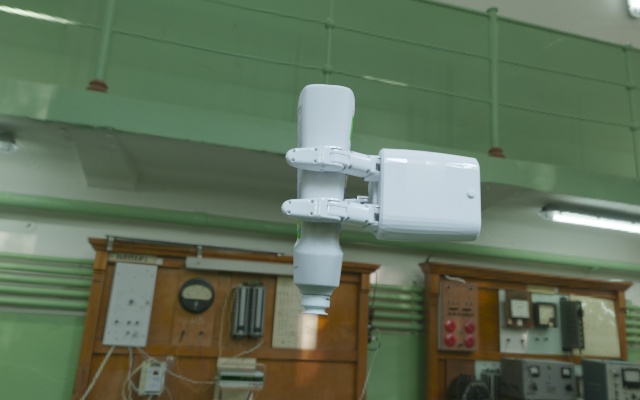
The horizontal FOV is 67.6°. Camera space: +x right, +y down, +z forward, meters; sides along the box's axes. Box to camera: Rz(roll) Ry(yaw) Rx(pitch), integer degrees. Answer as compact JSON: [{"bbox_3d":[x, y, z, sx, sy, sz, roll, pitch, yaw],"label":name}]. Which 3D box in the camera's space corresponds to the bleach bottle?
[{"bbox_3d":[0.000,0.002,0.547,0.068,0.250,0.102,4,-14,-2],"label":"bleach bottle"}]
